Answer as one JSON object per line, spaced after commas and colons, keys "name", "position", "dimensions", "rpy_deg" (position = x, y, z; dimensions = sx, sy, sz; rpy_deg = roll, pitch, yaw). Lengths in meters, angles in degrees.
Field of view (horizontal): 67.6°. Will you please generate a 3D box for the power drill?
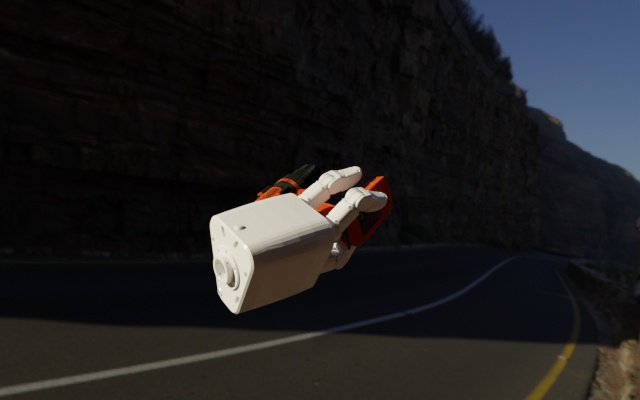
{"name": "power drill", "position": [0.000, 0.002, 0.661], "dimensions": [0.187, 0.057, 0.184], "rpy_deg": [1, 33, 37]}
